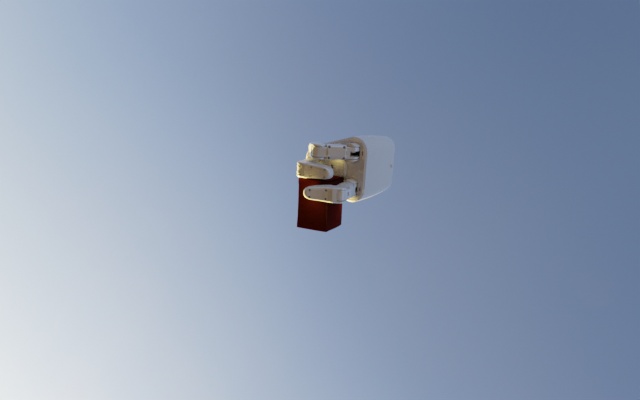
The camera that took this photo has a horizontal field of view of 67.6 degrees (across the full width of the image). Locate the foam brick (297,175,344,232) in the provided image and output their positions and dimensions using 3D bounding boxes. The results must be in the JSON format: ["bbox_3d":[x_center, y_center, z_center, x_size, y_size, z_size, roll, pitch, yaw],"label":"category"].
[{"bbox_3d":[0.000,0.003,0.721,0.053,0.078,0.051,11,15,28],"label":"foam brick"}]
